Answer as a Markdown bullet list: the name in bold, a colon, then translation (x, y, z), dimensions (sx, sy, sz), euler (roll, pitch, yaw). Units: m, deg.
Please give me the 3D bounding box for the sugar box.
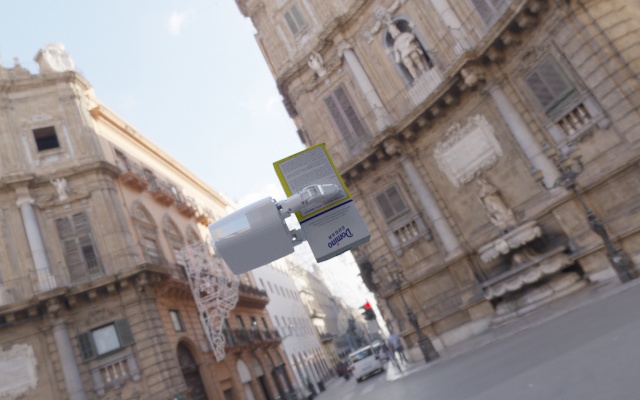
- **sugar box**: translation (0.000, 0.003, 0.757), dimensions (0.093, 0.176, 0.048), euler (-23, -17, -6)
